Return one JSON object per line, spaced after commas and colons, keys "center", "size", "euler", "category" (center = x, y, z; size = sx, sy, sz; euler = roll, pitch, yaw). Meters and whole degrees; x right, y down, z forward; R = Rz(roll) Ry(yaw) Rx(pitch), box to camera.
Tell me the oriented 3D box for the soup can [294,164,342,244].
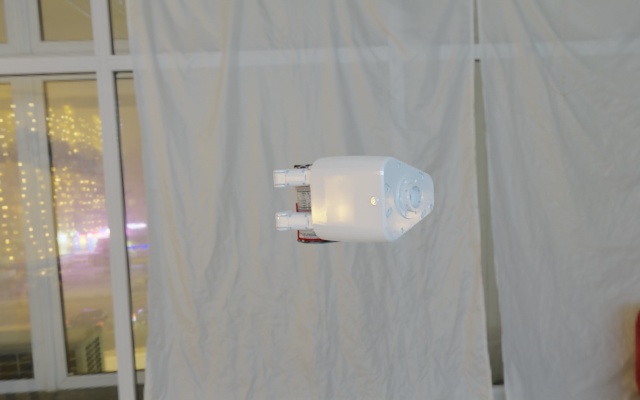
{"center": [0.000, 0.002, 0.632], "size": [0.068, 0.102, 0.068], "euler": [-3, 4, 0], "category": "soup can"}
